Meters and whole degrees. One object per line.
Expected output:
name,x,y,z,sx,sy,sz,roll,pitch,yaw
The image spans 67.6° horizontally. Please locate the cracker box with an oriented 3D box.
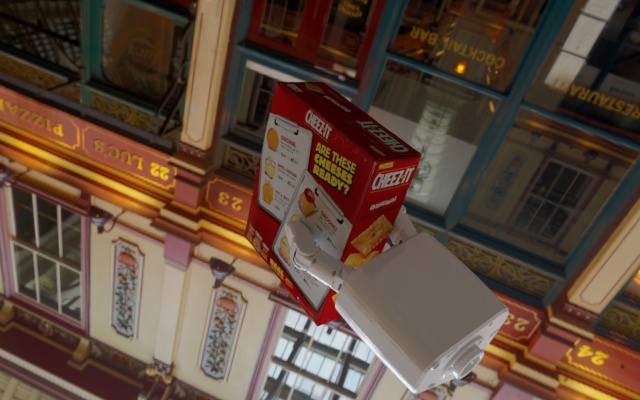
cracker box,0.000,0.002,0.523,0.072,0.214,0.164,-12,43,-38
